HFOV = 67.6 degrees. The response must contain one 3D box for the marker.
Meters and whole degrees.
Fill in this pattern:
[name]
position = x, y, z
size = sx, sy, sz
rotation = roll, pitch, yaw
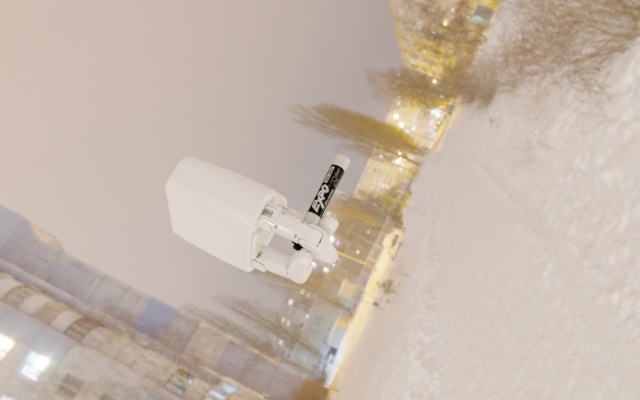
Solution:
[marker]
position = 0.000, 0.002, 0.527
size = 0.020, 0.121, 0.020
rotation = 23, -21, 10
